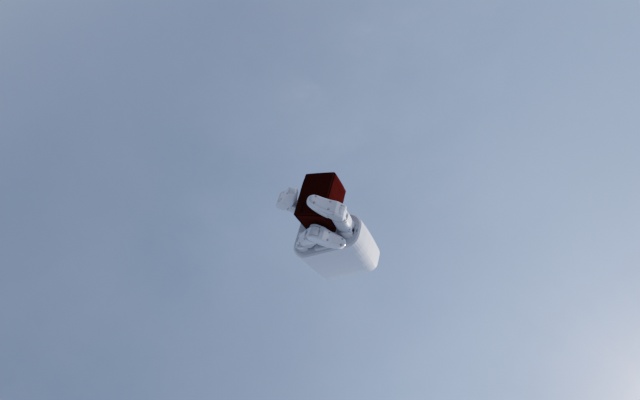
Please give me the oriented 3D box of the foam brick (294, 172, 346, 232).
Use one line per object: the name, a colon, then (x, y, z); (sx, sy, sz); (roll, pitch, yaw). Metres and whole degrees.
foam brick: (0.000, 0.002, 0.741); (0.053, 0.078, 0.051); (0, -31, 28)
